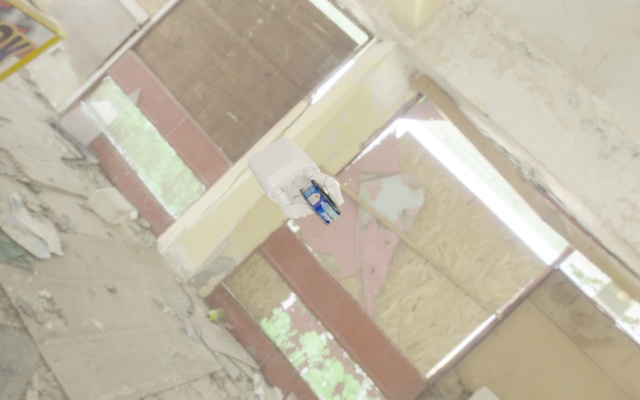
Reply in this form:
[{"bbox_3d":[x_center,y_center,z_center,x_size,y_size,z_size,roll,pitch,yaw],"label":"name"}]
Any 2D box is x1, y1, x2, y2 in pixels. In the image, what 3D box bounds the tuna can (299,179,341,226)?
[{"bbox_3d":[0.001,0.003,0.881,0.034,0.086,0.086,-39,-4,5],"label":"tuna can"}]
